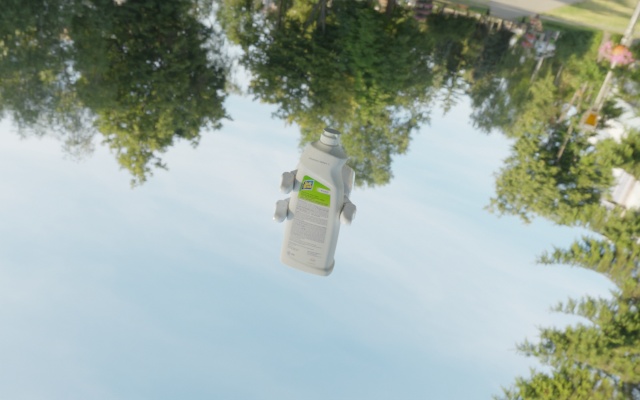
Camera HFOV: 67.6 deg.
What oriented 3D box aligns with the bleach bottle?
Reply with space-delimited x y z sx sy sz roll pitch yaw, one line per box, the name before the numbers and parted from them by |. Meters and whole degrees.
bleach bottle | 0.000 0.003 0.812 0.102 0.251 0.068 16 24 4
